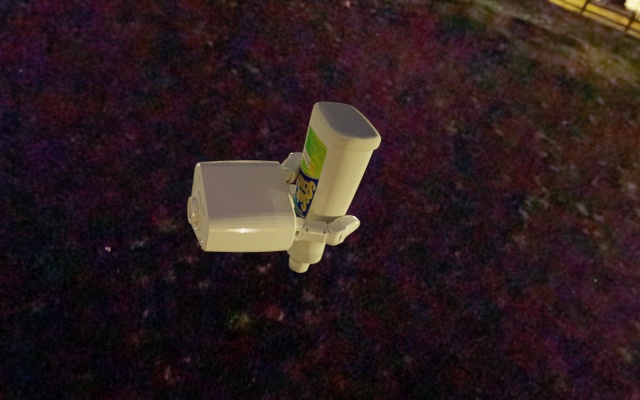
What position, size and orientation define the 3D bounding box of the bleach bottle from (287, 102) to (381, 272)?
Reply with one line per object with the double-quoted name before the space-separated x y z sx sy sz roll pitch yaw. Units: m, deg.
"bleach bottle" 0.000 0.002 0.640 0.068 0.251 0.102 0 36 -24
